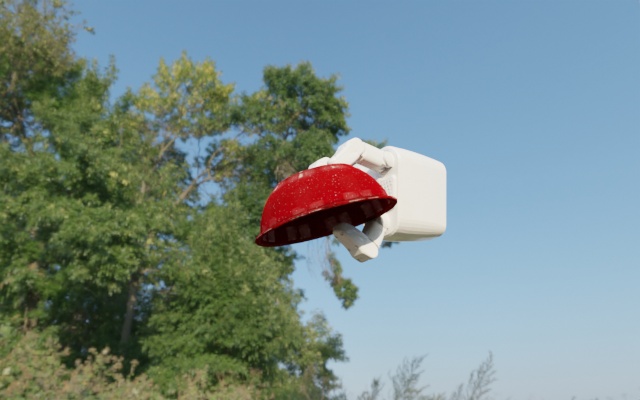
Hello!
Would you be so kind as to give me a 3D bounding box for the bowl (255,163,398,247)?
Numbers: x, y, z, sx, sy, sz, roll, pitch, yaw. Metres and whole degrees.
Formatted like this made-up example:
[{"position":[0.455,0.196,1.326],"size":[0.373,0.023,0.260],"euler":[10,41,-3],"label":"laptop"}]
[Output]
[{"position":[-0.001,0.001,0.528],"size":[0.162,0.055,0.162],"euler":[-16,-13,-4],"label":"bowl"}]
